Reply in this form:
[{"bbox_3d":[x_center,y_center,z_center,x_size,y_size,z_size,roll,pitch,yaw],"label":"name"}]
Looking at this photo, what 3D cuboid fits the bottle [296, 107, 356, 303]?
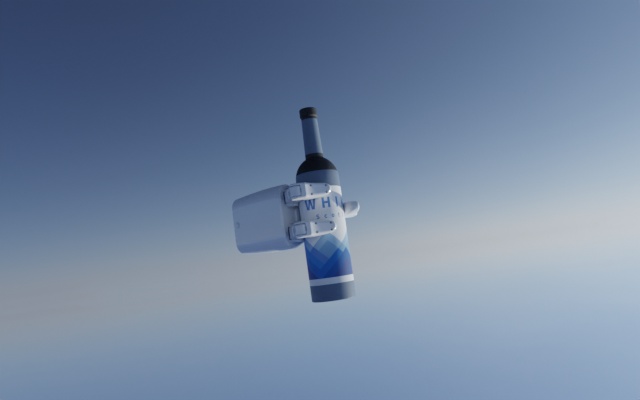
[{"bbox_3d":[0.000,0.003,0.729,0.069,0.295,0.069,-8,-7,-1],"label":"bottle"}]
